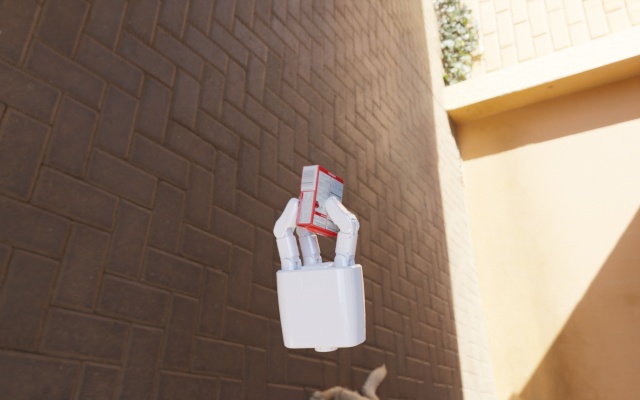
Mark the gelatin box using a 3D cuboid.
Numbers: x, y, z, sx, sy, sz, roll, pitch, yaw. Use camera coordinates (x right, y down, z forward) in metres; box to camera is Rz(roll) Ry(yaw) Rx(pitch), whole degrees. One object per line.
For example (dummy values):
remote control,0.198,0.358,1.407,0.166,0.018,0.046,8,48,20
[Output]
gelatin box,0.001,0.002,0.682,0.030,0.089,0.073,-2,-16,33
